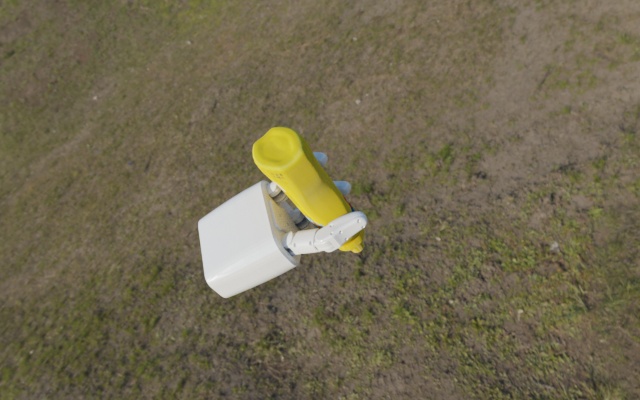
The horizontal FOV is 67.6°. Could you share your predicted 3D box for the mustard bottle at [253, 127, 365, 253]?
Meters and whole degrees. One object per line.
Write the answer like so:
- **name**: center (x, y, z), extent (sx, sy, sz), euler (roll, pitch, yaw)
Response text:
- **mustard bottle**: center (0.000, 0.001, 0.569), extent (0.192, 0.058, 0.096), euler (51, -7, -35)
